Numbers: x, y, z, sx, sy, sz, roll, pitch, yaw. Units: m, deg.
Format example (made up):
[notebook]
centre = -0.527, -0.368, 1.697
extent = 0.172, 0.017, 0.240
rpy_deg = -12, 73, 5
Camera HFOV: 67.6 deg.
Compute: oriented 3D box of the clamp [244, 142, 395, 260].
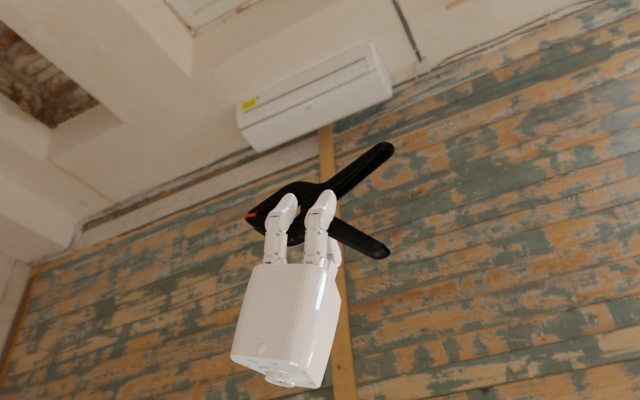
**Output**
[clamp]
centre = 0.000, 0.003, 0.605
extent = 0.210, 0.164, 0.036
rpy_deg = -5, -38, 29
